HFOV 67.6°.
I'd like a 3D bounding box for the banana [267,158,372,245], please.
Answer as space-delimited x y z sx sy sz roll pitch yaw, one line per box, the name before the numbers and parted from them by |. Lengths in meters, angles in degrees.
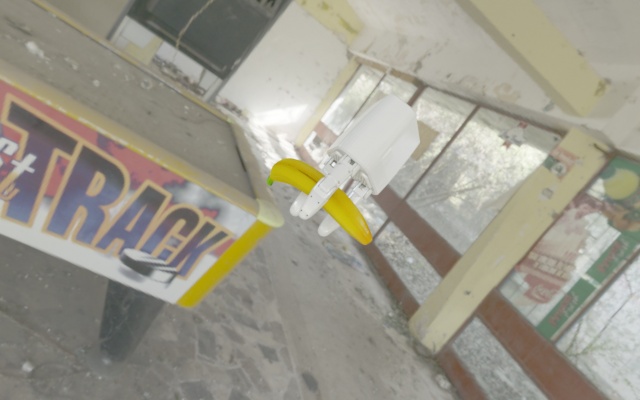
banana | -0.005 -0.011 0.660 0.197 0.070 0.037 33 63 31
